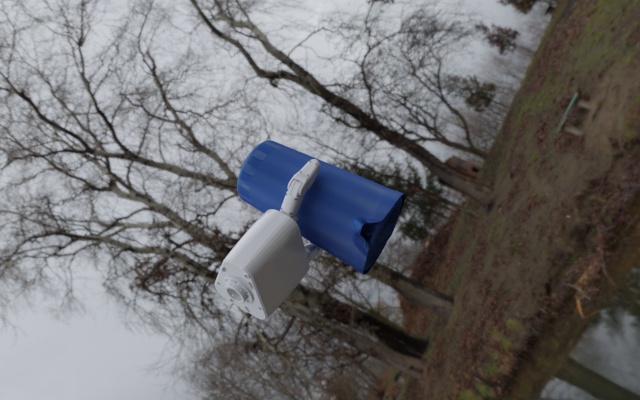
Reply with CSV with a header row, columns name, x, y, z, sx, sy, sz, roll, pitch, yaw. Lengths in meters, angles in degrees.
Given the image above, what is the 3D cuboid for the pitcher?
name,x,y,z,sx,sy,sz,roll,pitch,yaw
pitcher,0.000,0.003,0.745,0.243,0.149,0.145,27,51,17
